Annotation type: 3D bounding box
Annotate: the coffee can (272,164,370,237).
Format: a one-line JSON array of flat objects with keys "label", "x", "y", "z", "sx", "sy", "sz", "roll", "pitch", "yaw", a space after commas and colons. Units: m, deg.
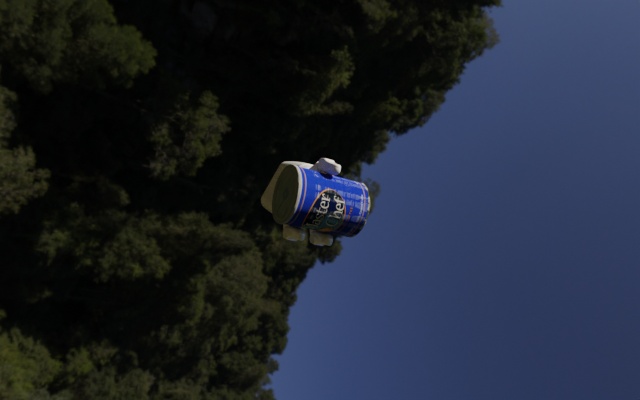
[{"label": "coffee can", "x": 0.000, "y": 0.003, "z": 0.831, "sx": 0.140, "sy": 0.103, "sz": 0.103, "roll": 13, "pitch": -6, "yaw": -27}]
